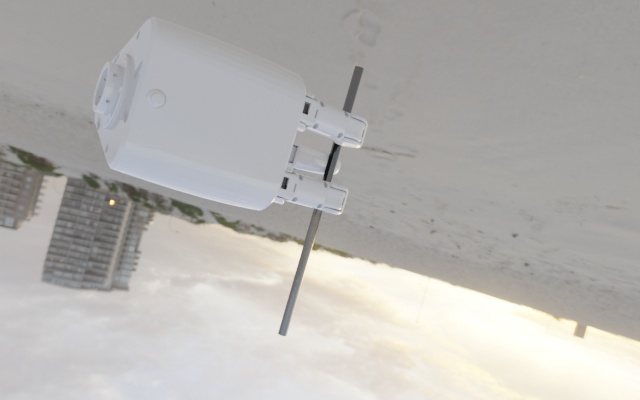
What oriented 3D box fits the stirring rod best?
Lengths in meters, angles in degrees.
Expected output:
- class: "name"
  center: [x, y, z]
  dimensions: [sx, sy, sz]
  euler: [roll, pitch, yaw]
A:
- class: "stirring rod"
  center: [0.000, 0.001, 0.414]
  dimensions: [0.011, 0.239, 0.011]
  euler: [16, 1, 0]
